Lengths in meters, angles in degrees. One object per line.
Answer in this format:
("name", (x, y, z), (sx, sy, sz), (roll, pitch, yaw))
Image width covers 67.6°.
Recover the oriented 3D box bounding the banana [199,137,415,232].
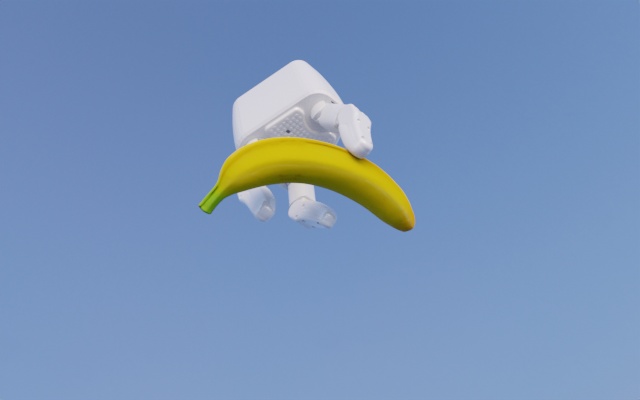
("banana", (0.002, -0.015, 0.404), (0.198, 0.070, 0.037), (7, 25, -22))
